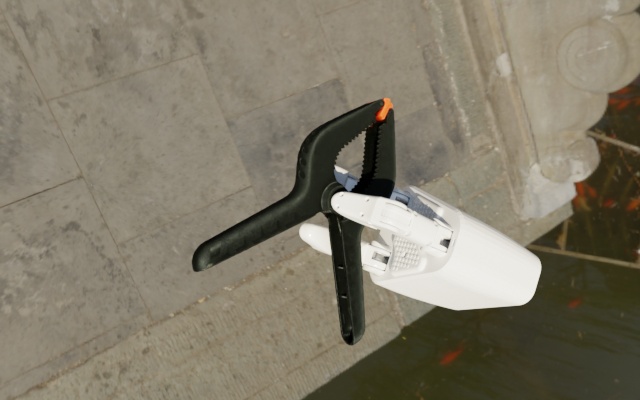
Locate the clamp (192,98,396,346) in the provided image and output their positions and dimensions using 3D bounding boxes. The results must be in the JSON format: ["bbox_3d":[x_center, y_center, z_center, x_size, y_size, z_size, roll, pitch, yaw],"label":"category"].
[{"bbox_3d":[0.001,0.001,0.400,0.164,0.210,0.036,24,-9,-26],"label":"clamp"}]
